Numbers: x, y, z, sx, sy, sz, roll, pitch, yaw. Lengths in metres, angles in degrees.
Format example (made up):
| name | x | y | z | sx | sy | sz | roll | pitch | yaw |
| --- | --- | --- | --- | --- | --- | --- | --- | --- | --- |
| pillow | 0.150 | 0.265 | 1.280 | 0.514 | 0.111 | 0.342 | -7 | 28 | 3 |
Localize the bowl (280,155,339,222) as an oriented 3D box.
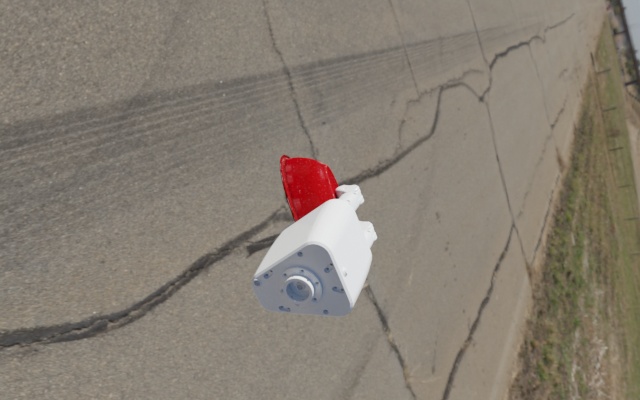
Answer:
| name | x | y | z | sx | sy | sz | roll | pitch | yaw |
| --- | --- | --- | --- | --- | --- | --- | --- | --- | --- |
| bowl | 0.000 | 0.001 | 0.675 | 0.055 | 0.162 | 0.162 | -21 | -3 | 9 |
